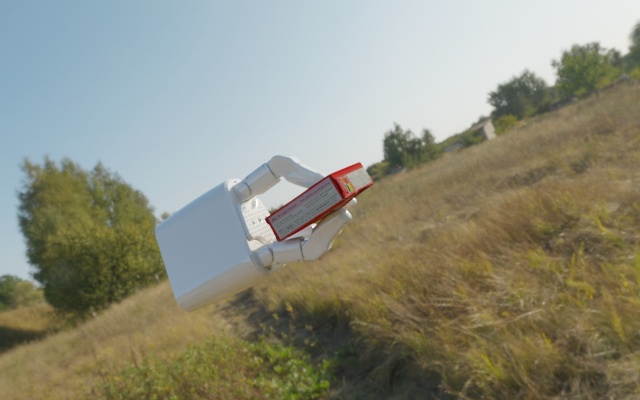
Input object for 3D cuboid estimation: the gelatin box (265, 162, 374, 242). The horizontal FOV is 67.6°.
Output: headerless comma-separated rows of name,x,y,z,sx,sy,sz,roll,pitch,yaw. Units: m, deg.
gelatin box,0.000,0.001,0.468,0.089,0.030,0.073,-35,-4,29
